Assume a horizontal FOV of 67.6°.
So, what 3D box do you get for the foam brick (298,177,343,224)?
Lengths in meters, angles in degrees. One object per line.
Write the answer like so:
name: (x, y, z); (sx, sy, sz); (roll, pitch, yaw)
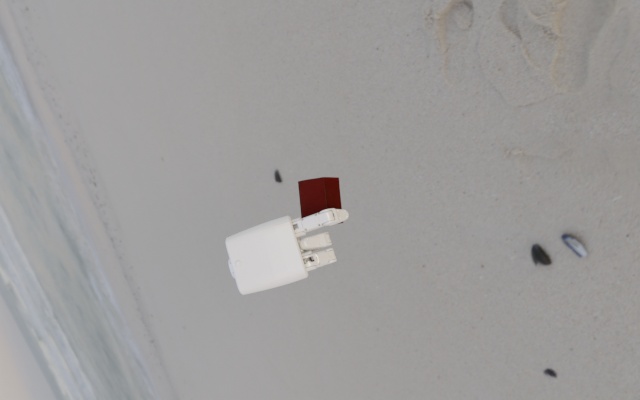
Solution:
foam brick: (0.000, 0.002, 0.786); (0.051, 0.078, 0.053); (-7, -4, 31)
